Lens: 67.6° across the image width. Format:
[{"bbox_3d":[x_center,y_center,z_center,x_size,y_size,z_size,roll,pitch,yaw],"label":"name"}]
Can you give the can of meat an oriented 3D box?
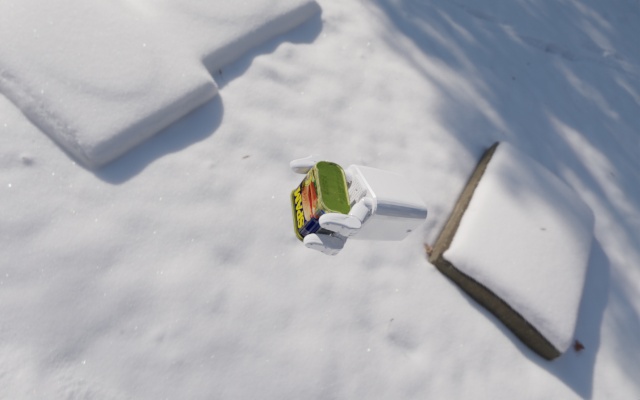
[{"bbox_3d":[0.000,0.002,0.720,0.057,0.102,0.084,11,-38,-27],"label":"can of meat"}]
